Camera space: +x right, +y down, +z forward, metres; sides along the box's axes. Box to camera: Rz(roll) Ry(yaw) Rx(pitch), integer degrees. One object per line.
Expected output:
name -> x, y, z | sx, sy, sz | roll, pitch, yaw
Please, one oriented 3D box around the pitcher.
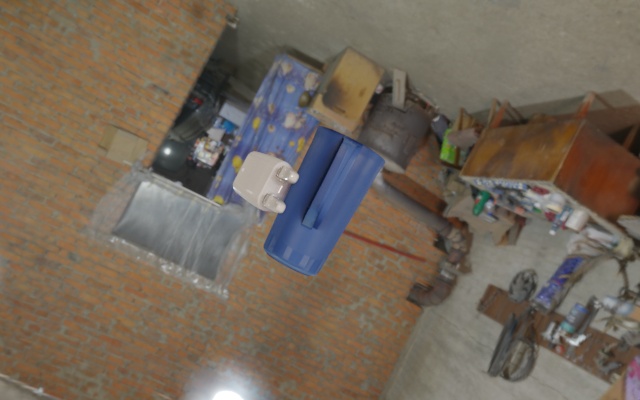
pitcher -> 0.000, 0.003, 0.823 | 0.149, 0.243, 0.145 | 29, -1, -45
